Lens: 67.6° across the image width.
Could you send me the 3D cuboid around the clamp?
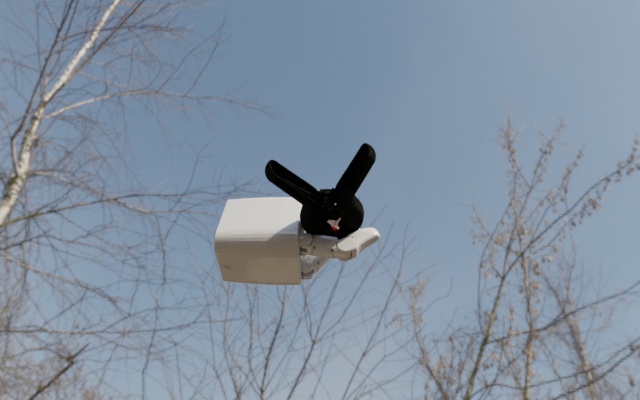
[{"bbox_3d":[0.000,0.001,0.567,0.120,0.039,0.172,0,-42,1],"label":"clamp"}]
